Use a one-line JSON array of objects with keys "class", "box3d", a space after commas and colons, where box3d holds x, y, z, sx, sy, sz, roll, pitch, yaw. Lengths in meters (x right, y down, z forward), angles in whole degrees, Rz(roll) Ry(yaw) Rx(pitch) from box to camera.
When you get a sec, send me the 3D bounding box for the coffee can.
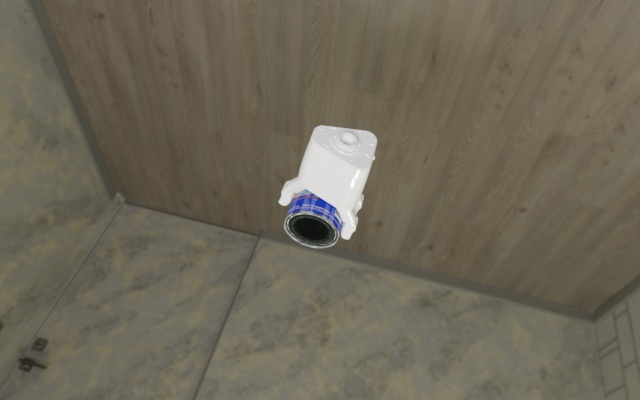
[{"class": "coffee can", "box3d": [0.000, 0.003, 0.892, 0.103, 0.140, 0.103, 11, -39, 9]}]
